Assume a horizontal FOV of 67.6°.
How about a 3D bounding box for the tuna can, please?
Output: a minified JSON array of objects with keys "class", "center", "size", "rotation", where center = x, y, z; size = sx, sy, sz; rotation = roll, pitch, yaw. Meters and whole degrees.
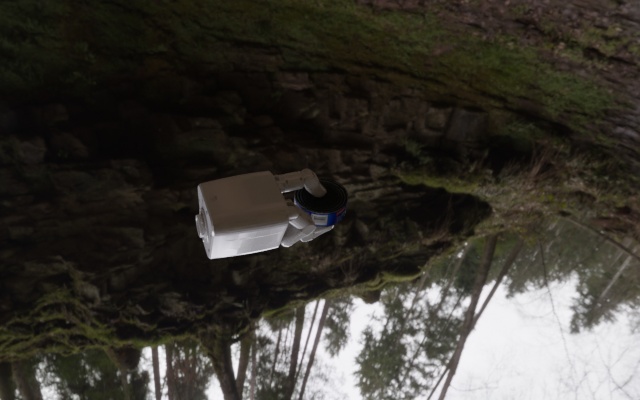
[{"class":"tuna can","center":[0.000,0.003,0.764],"size":[0.086,0.034,0.086],"rotation":[3,41,-3]}]
